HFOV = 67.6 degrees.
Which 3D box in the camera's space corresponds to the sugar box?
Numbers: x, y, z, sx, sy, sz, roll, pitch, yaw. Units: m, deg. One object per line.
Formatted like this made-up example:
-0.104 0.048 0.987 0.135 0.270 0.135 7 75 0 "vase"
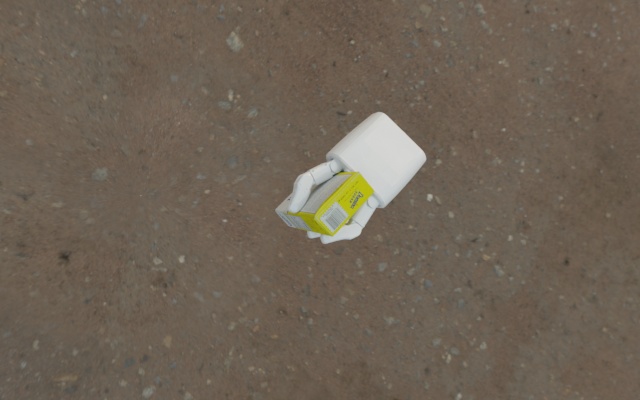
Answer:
0.001 0.003 0.727 0.093 0.048 0.176 -45 15 -15 "sugar box"
